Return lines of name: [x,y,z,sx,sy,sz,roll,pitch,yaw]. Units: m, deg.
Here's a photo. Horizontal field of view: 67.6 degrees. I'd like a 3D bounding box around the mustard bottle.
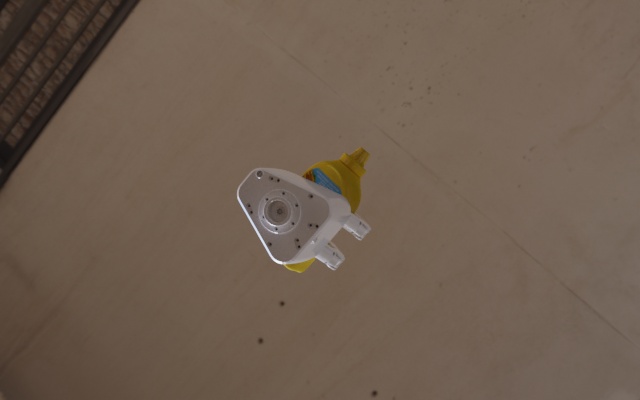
mustard bottle: [0.000,0.002,0.675,0.096,0.191,0.058,46,9,35]
